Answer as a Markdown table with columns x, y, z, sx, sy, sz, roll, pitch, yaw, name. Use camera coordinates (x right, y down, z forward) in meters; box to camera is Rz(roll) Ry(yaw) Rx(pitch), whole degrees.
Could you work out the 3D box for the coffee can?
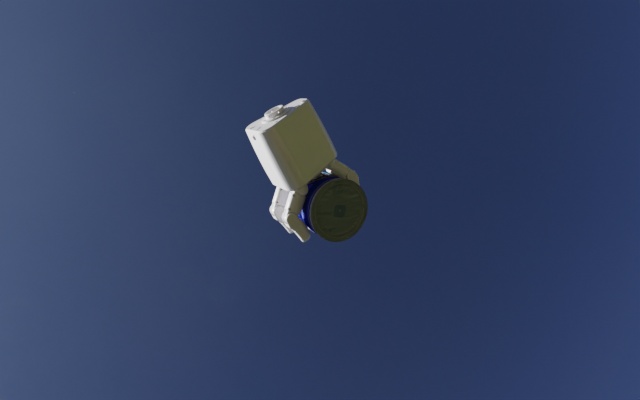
| x | y | z | sx | sy | sz | roll | pitch | yaw | name |
| --- | --- | --- | --- | --- | --- | --- | --- | --- | --- |
| 0.000 | 0.003 | 0.811 | 0.103 | 0.103 | 0.140 | 0 | 11 | -27 | coffee can |
